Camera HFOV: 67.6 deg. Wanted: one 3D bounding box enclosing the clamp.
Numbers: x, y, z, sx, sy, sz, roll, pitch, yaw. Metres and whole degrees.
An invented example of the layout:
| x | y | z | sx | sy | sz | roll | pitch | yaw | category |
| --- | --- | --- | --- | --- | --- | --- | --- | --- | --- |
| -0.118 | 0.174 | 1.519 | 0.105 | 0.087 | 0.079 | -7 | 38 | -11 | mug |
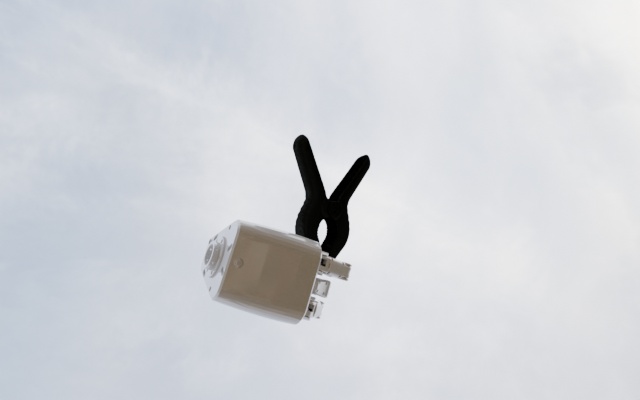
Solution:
| x | y | z | sx | sy | sz | roll | pitch | yaw | category |
| --- | --- | --- | --- | --- | --- | --- | --- | --- | --- |
| 0.000 | 0.002 | 0.608 | 0.120 | 0.171 | 0.039 | 21 | -15 | -28 | clamp |
